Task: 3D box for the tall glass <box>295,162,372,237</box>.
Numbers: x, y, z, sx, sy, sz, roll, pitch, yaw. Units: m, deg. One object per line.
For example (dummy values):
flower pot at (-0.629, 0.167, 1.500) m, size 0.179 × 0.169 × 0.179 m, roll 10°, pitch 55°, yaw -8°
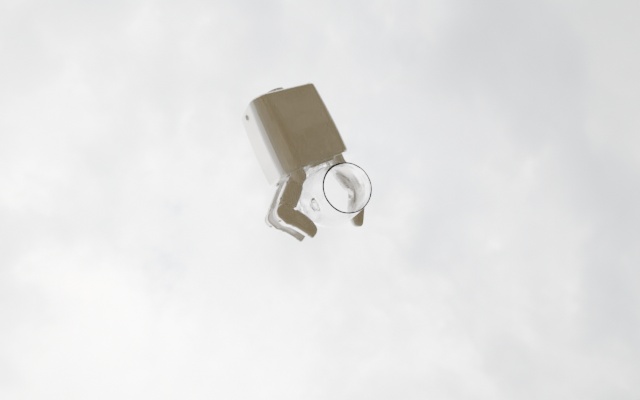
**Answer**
tall glass at (0.000, 0.002, 0.645) m, size 0.079 × 0.079 × 0.201 m, roll 0°, pitch -10°, yaw -19°
